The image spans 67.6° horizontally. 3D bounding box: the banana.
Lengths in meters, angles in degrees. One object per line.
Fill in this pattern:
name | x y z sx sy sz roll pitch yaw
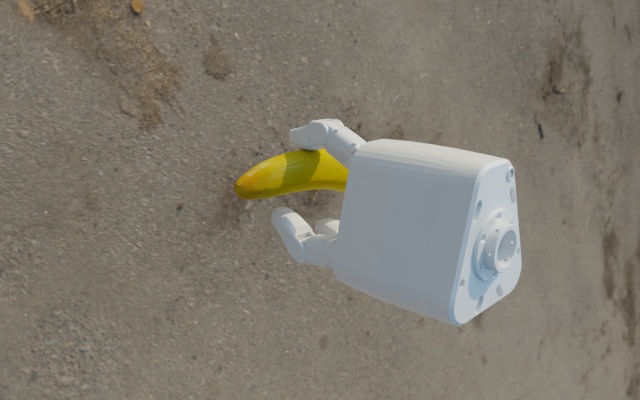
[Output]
banana | 0.009 -0.015 0.458 0.198 0.069 0.037 16 5 -46
